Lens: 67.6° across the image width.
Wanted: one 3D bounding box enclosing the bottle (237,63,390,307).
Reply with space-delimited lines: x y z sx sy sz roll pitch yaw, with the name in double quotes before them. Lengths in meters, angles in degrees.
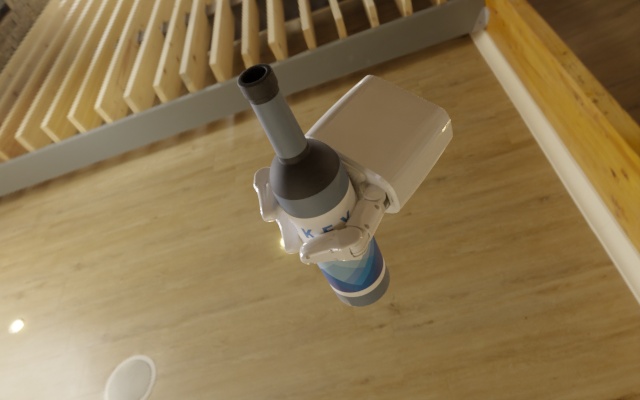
"bottle" 0.000 0.002 0.447 0.069 0.069 0.296 0 -39 24
